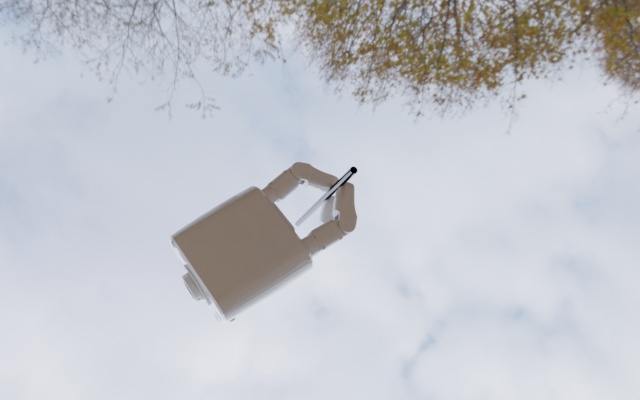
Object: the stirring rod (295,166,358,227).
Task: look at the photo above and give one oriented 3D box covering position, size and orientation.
[{"bbox_3d":[0.000,0.002,0.596,0.011,0.011,0.239,0,-16,-17],"label":"stirring rod"}]
